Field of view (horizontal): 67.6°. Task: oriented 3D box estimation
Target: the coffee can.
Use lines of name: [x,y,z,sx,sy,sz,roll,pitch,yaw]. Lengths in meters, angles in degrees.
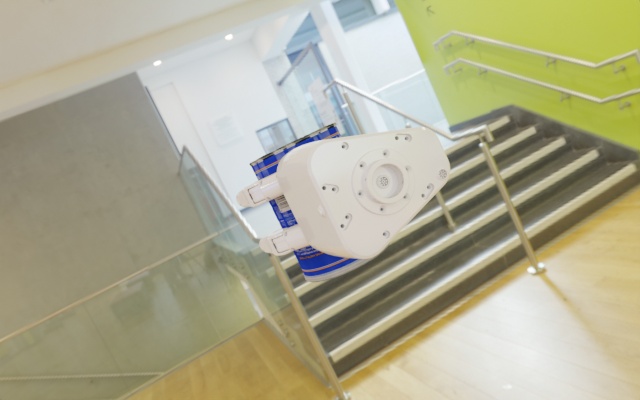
coffee can: [0.000,0.002,0.515,0.103,0.140,0.103,-25,6,3]
